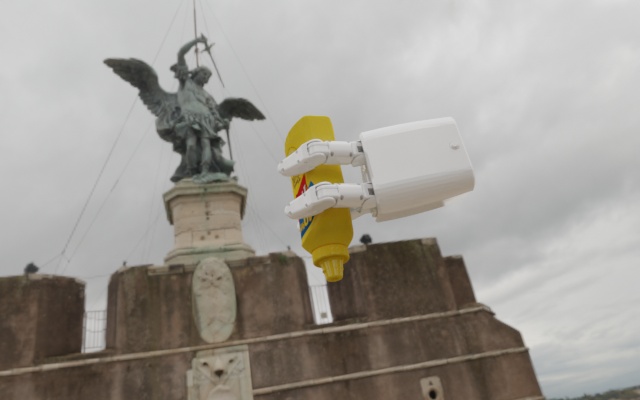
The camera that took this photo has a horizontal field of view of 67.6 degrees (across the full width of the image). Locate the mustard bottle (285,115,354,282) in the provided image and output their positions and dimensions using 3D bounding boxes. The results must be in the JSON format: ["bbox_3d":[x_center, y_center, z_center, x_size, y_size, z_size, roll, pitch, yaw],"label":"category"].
[{"bbox_3d":[0.000,0.002,0.560,0.058,0.191,0.096,0,-29,-20],"label":"mustard bottle"}]
